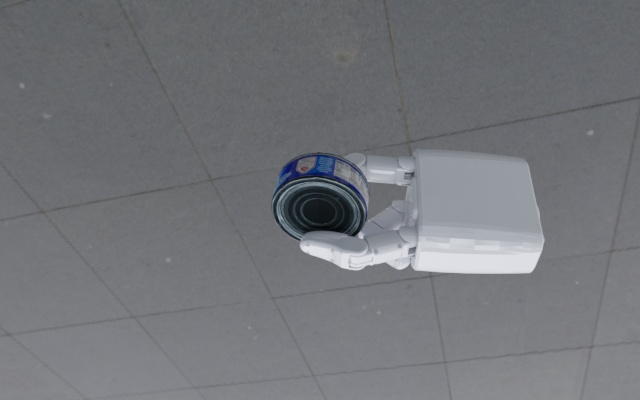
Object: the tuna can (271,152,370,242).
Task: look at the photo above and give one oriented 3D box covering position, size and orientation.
[{"bbox_3d":[0.000,0.002,0.425,0.086,0.086,0.033,0,42,9],"label":"tuna can"}]
